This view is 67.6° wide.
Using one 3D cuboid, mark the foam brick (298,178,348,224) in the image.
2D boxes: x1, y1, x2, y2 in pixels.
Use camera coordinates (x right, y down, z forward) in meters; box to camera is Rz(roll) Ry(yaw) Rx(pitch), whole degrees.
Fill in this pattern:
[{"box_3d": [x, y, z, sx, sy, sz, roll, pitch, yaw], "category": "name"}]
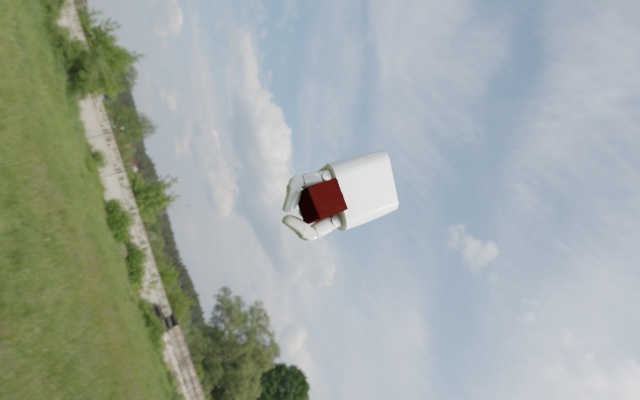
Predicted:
[{"box_3d": [0.000, 0.003, 0.744, 0.051, 0.053, 0.078, -18, -3, -19], "category": "foam brick"}]
